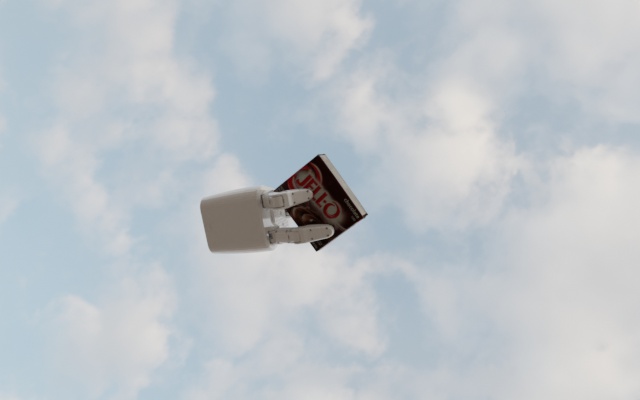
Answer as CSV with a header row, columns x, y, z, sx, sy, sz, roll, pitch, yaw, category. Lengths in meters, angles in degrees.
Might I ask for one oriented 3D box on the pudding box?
x,y,z,sx,sy,sz,roll,pitch,yaw,category
0.000,0.002,0.693,0.090,0.113,0.039,-38,-3,21,pudding box
